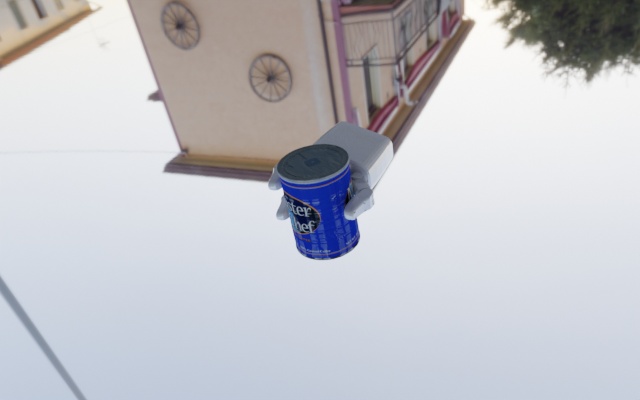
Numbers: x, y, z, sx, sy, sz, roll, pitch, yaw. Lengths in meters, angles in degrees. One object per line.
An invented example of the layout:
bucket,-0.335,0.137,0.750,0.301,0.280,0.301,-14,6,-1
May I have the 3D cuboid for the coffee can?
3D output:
coffee can,0.000,0.002,0.705,0.103,0.140,0.102,-8,33,5
